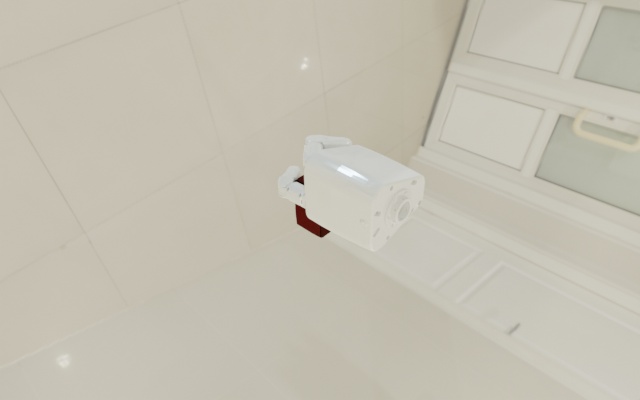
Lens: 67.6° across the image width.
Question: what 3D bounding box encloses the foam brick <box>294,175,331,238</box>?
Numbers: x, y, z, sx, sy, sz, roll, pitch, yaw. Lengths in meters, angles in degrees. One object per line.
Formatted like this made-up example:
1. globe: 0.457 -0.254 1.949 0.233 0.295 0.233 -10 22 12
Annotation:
1. foam brick: 0.000 0.002 0.667 0.051 0.078 0.053 28 45 35
